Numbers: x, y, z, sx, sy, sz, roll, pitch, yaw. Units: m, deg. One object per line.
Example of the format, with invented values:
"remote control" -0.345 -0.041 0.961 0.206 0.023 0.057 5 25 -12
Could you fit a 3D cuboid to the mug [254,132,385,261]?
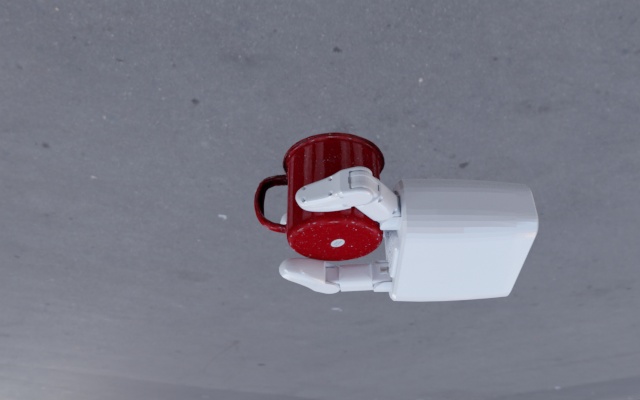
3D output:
"mug" -0.001 0.002 0.417 0.117 0.081 0.093 -1 -31 1
